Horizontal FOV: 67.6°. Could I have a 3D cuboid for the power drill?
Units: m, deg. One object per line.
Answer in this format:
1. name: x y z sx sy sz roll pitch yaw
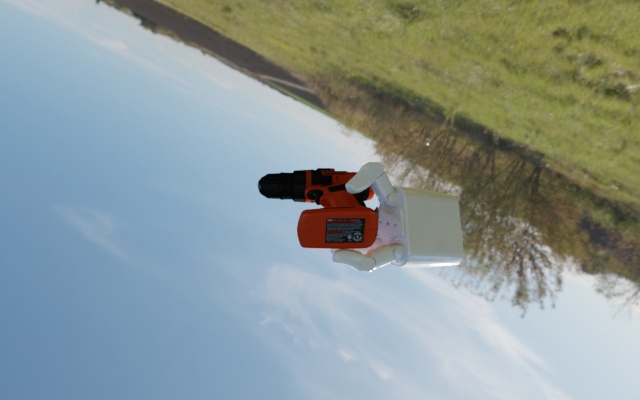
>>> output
1. power drill: 0.000 0.002 0.686 0.184 0.057 0.187 -2 24 -4
